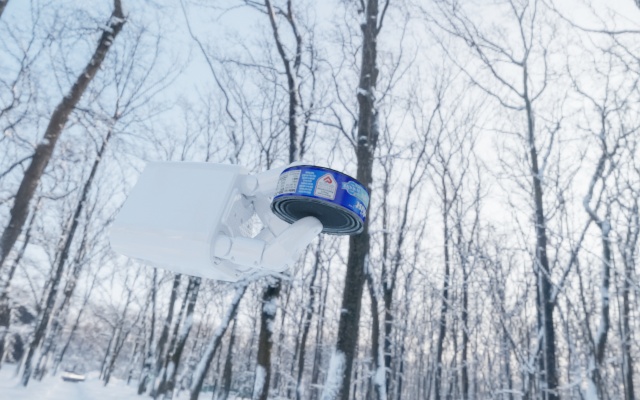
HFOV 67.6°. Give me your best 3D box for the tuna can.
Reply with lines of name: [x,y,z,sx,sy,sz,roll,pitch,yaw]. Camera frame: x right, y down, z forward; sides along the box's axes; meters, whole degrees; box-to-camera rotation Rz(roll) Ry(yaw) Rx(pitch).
tuna can: [0.000,0.001,0.431,0.086,0.033,0.086,12,-20,5]
